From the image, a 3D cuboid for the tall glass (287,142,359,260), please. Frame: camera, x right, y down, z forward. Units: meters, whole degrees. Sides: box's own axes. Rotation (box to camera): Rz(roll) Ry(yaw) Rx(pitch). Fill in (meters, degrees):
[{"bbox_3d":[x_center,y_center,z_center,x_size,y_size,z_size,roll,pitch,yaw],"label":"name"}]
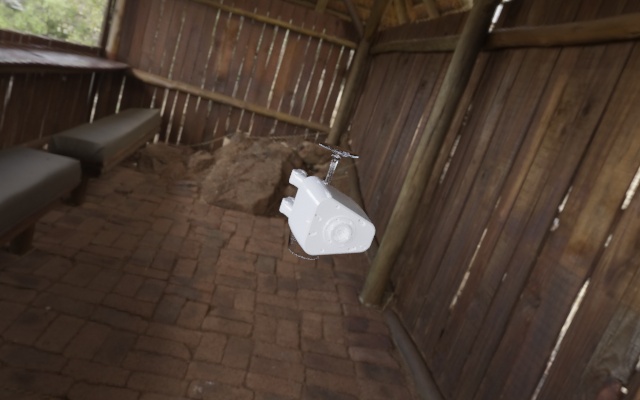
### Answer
[{"bbox_3d":[0.000,0.002,0.852,0.079,0.201,0.079,18,14,-4],"label":"tall glass"}]
